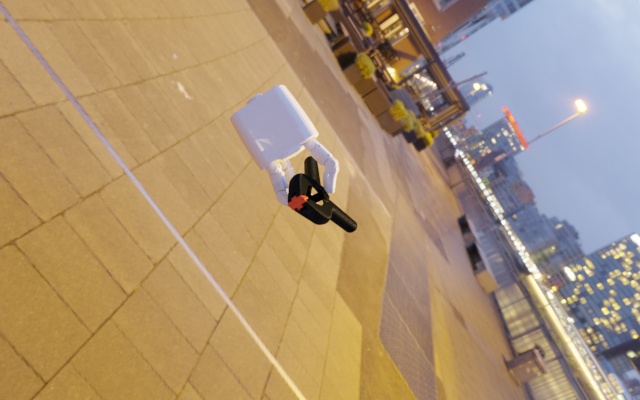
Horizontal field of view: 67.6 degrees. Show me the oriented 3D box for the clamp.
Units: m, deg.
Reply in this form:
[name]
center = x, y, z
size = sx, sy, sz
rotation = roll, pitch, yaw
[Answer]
[clamp]
center = 0.001, 0.002, 0.816
size = 0.036, 0.164, 0.210
rotation = -34, 1, 17
